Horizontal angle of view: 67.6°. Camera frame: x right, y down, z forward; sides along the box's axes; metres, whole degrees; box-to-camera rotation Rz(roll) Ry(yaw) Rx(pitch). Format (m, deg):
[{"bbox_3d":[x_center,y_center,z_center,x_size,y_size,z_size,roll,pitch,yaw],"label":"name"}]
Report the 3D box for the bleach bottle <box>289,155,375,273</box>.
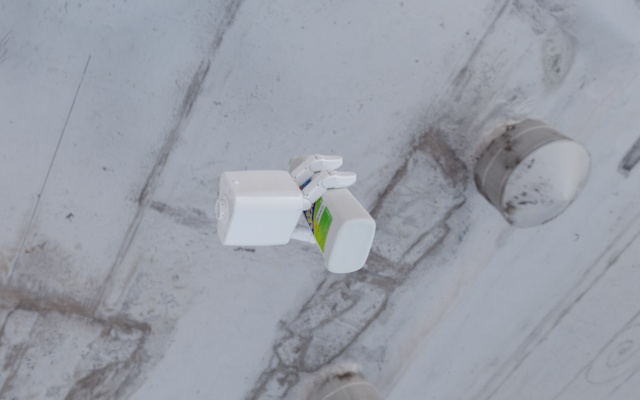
[{"bbox_3d":[0.000,0.003,0.787,0.068,0.103,0.250,0,31,-26],"label":"bleach bottle"}]
